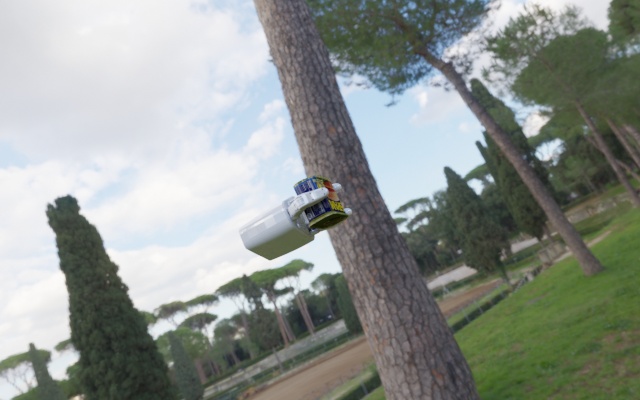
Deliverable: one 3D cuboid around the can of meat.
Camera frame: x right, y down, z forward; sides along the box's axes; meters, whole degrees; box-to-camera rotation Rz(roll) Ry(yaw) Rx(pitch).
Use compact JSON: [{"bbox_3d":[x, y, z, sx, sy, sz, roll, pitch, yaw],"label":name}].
[{"bbox_3d":[0.000,0.003,0.896,0.057,0.084,0.102,-30,-15,17],"label":"can of meat"}]
